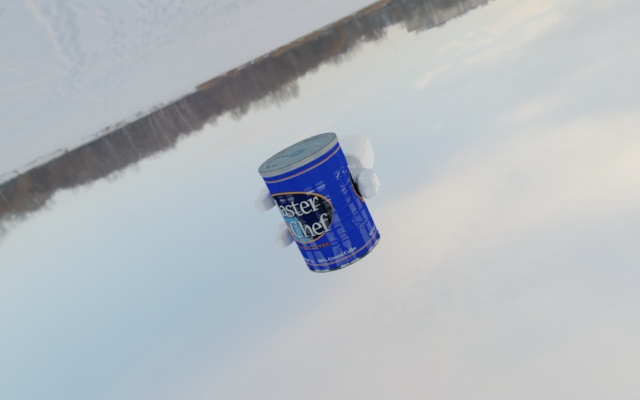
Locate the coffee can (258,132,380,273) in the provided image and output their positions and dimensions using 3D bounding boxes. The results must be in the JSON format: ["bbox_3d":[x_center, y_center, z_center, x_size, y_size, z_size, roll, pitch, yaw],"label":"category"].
[{"bbox_3d":[0.000,0.002,0.585,0.103,0.140,0.102,-23,18,8],"label":"coffee can"}]
